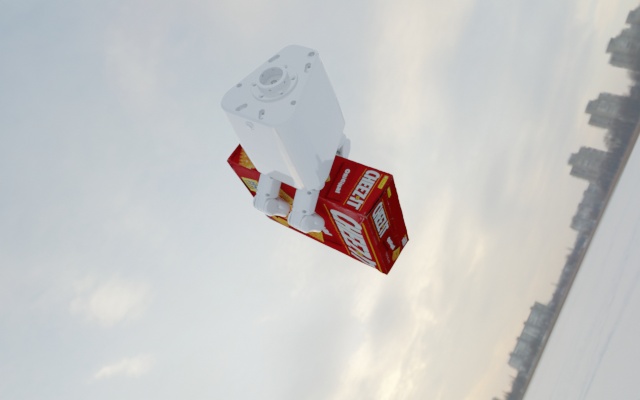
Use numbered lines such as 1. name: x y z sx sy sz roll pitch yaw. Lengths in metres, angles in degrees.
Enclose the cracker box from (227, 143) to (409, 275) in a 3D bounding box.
1. cracker box: 0.000 0.002 0.637 0.213 0.072 0.164 23 -21 29
